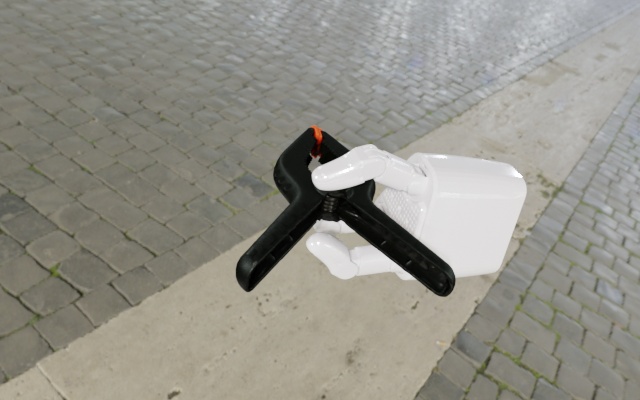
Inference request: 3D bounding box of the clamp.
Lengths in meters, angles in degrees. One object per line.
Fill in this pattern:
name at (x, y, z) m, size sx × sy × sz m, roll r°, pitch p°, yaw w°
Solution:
clamp at (0.000, 0.000, 0.406) m, size 0.164 × 0.036 × 0.209 m, roll 1°, pitch 39°, yaw -21°
